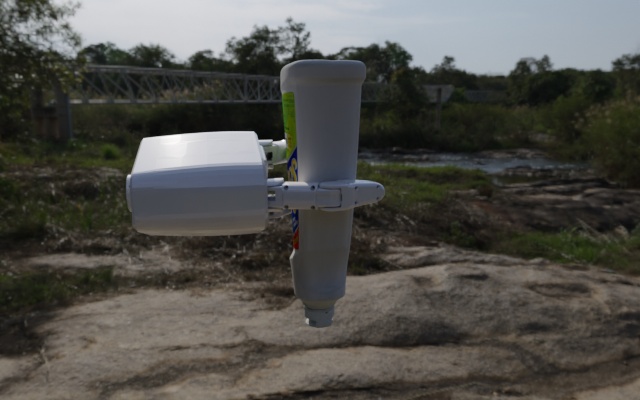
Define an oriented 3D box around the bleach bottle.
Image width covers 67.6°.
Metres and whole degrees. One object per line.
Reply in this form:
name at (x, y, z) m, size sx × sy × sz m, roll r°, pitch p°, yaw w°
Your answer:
bleach bottle at (0.000, 0.001, 0.452) m, size 0.068 × 0.251 × 0.102 m, roll -3°, pitch 11°, yaw -13°
